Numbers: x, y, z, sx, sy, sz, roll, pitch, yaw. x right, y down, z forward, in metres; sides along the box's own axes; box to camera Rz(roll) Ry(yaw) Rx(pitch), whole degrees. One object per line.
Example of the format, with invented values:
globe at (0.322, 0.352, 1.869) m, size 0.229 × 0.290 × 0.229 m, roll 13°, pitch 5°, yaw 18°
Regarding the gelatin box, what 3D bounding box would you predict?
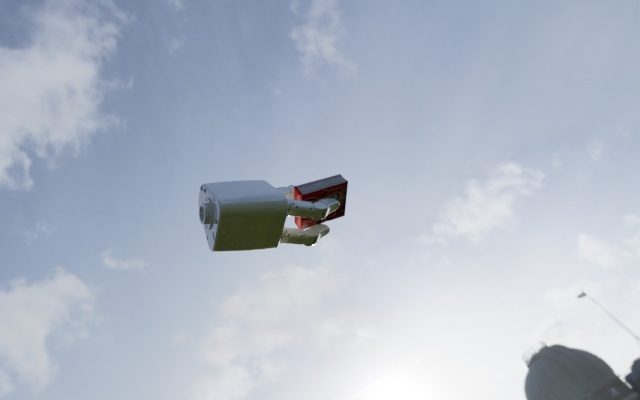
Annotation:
gelatin box at (0.000, 0.002, 0.791) m, size 0.089 × 0.073 × 0.030 m, roll -17°, pitch 41°, yaw -25°
